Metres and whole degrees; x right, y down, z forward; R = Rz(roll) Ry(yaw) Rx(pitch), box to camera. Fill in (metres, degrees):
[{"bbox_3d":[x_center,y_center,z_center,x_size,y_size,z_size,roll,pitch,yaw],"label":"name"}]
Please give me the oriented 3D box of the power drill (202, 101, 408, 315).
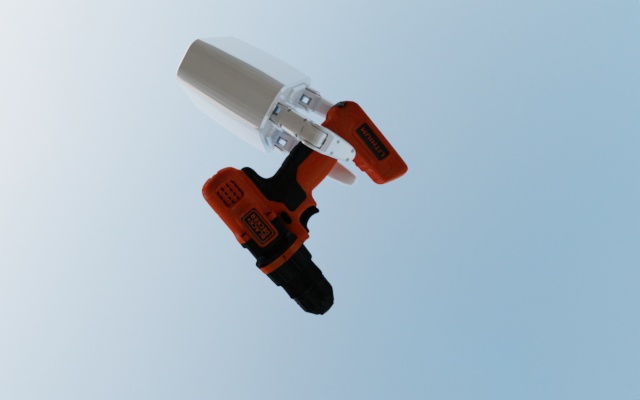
[{"bbox_3d":[0.000,0.001,0.503,0.187,0.184,0.057,-41,10,-12],"label":"power drill"}]
